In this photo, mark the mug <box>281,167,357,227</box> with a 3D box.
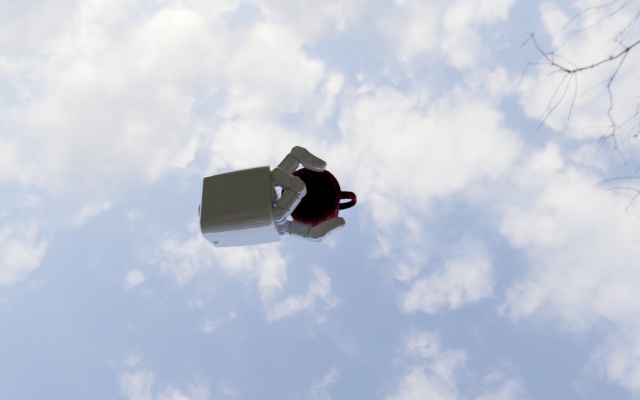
[{"bbox_3d":[0.002,0.002,0.767,0.117,0.093,0.081,-7,-21,2],"label":"mug"}]
